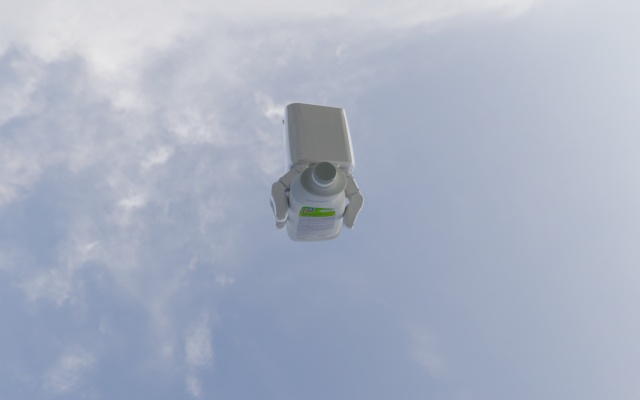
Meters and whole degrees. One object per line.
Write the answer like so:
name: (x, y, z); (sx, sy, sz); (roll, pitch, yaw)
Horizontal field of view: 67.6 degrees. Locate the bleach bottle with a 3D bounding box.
bleach bottle: (0.000, 0.002, 0.739); (0.102, 0.068, 0.251); (-5, -18, -9)
